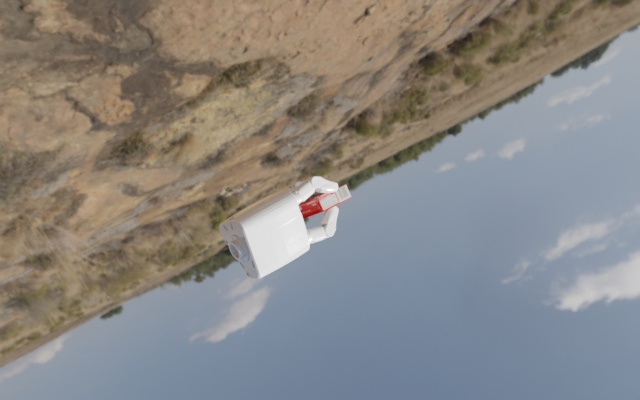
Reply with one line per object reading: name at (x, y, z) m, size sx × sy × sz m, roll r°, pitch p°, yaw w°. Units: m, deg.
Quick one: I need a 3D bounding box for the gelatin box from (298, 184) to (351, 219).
gelatin box at (0.001, 0.003, 0.861) m, size 0.073 × 0.030 × 0.089 m, roll -19°, pitch 5°, yaw 44°
